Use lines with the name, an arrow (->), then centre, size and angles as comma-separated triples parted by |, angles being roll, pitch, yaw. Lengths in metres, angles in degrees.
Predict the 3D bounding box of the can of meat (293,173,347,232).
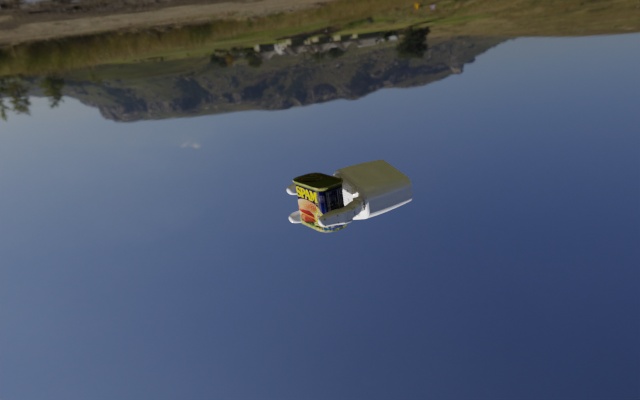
can of meat -> 0.000, 0.003, 0.841 | 0.057, 0.084, 0.102 | -19, 21, -29
